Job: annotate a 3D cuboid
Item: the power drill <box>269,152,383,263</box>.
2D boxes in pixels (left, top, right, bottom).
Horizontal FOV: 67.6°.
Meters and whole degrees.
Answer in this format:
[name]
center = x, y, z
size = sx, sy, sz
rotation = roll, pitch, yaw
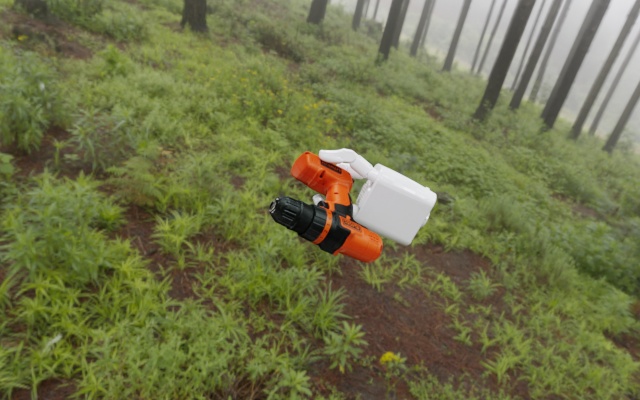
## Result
[power drill]
center = 0.000, 0.002, 0.734
size = 0.184, 0.057, 0.187
rotation = 27, 29, -26
